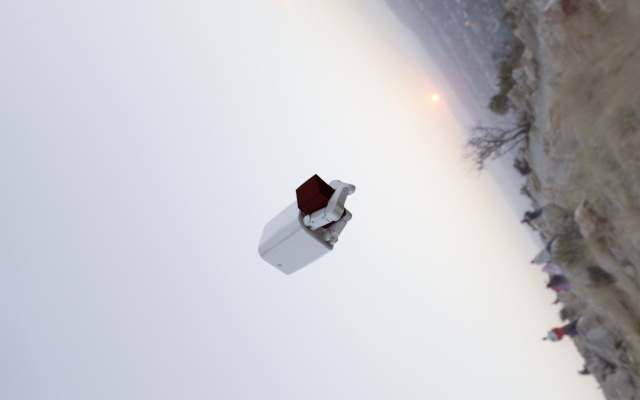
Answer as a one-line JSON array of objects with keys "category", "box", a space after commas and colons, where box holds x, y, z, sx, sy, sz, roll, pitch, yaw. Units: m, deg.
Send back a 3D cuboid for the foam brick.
[{"category": "foam brick", "box": [0.000, 0.002, 0.838, 0.051, 0.053, 0.078, -34, -52, 21]}]
